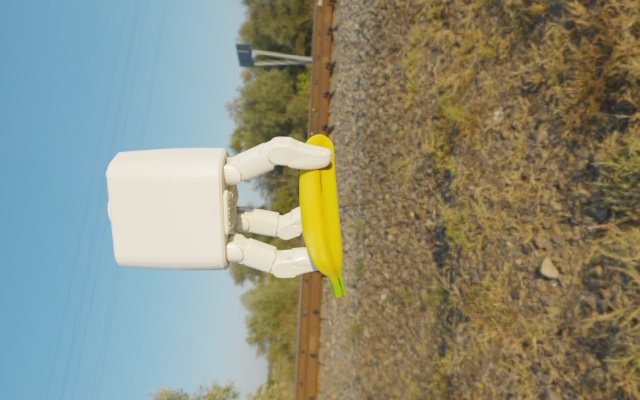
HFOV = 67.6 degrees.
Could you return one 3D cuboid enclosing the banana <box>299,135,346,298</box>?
[{"bbox_3d":[-0.001,-0.006,0.476,0.037,0.197,0.070,-5,-35,2],"label":"banana"}]
